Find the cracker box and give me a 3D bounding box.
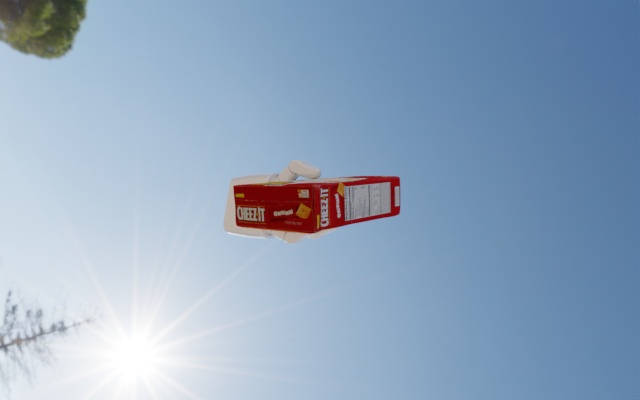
[{"bbox_3d":[0.000,0.002,0.741,0.164,0.072,0.213,1,6,40],"label":"cracker box"}]
